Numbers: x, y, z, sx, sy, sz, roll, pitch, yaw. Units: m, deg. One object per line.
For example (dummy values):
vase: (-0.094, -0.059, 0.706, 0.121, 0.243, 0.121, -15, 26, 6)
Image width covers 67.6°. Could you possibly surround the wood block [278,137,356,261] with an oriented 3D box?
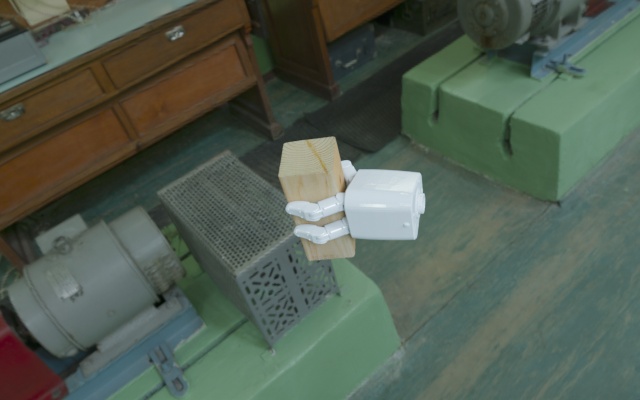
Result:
wood block: (0.001, 0.002, 0.829, 0.090, 0.206, 0.090, -6, 43, 10)
